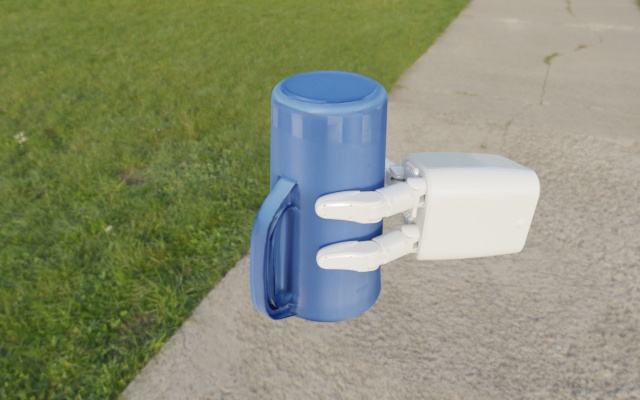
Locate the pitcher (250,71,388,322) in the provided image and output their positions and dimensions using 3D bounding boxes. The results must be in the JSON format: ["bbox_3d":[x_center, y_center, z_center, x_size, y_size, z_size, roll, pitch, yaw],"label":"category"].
[{"bbox_3d":[0.000,0.002,0.493,0.145,0.243,0.149,-1,32,-4],"label":"pitcher"}]
